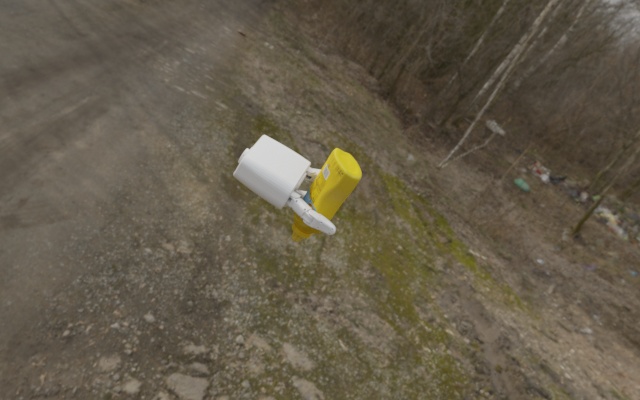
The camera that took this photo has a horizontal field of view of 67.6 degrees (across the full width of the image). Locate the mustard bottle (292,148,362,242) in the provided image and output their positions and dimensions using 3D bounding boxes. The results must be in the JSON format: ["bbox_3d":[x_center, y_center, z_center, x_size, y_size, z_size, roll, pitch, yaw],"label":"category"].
[{"bbox_3d":[0.001,0.003,0.883,0.058,0.192,0.096,22,28,-25],"label":"mustard bottle"}]
